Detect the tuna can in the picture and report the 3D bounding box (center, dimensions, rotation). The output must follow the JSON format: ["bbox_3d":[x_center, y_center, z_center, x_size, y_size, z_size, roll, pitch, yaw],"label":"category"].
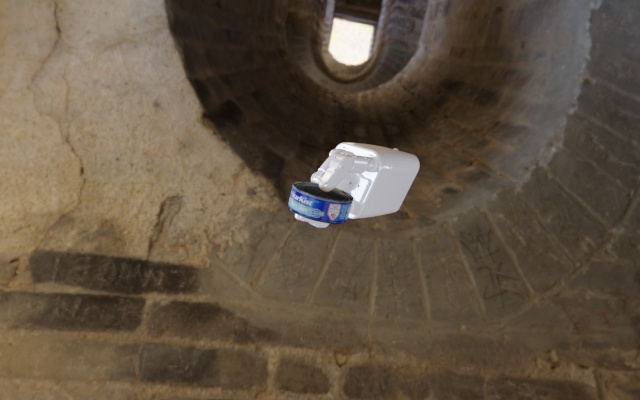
[{"bbox_3d":[0.000,0.003,0.652,0.086,0.034,0.086,13,13,-3],"label":"tuna can"}]
